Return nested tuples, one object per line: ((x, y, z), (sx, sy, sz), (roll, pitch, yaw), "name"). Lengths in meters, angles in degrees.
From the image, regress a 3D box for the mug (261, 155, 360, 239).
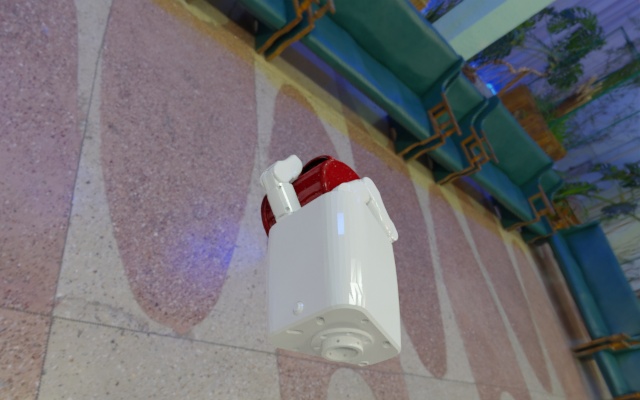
((0.000, 0.000, 0.495), (0.081, 0.117, 0.093), (-31, -47, 31), "mug")
